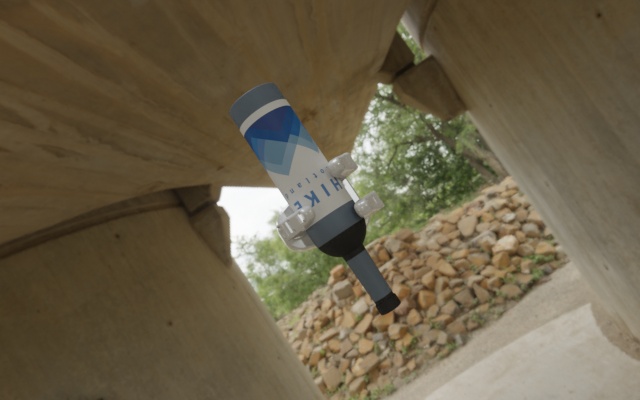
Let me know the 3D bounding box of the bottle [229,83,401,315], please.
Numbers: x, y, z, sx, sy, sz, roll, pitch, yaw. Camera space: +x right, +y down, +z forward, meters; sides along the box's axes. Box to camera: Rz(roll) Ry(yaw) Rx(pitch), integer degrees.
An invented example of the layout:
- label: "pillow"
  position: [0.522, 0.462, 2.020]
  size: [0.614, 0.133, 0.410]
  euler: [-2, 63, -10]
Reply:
- label: "bottle"
  position: [0.000, 0.002, 0.558]
  size: [0.069, 0.295, 0.069]
  euler: [-33, -5, -3]
